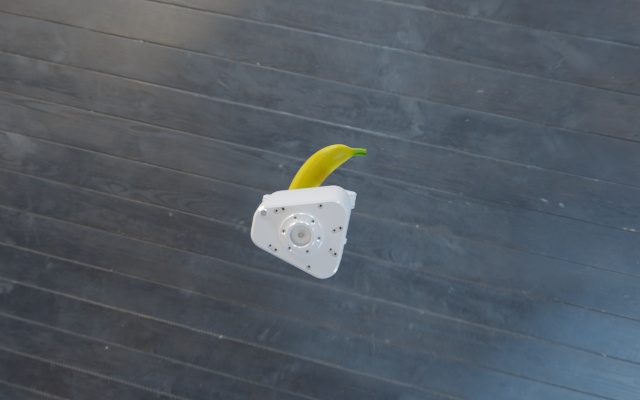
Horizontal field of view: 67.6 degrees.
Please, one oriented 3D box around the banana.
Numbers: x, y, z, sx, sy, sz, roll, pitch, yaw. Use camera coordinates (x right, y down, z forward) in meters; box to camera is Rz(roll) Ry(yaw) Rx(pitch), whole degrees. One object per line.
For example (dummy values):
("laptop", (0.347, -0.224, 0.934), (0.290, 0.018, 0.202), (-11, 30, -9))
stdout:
("banana", (-0.013, -0.011, 0.711), (0.069, 0.198, 0.037), (35, 7, -7))
